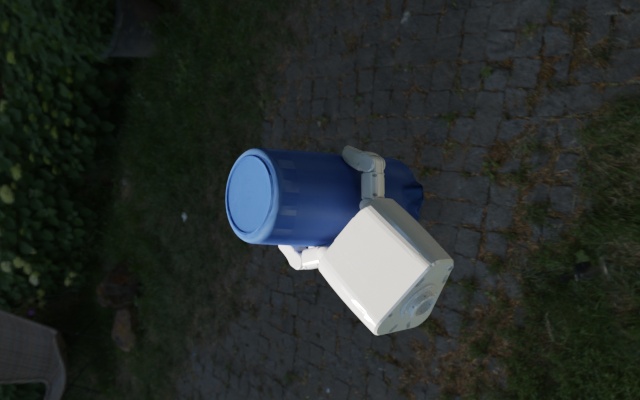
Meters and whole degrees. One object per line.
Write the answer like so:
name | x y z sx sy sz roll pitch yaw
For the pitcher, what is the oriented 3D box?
pitcher | 0.000 0.002 0.616 0.243 0.149 0.145 4 34 -43
